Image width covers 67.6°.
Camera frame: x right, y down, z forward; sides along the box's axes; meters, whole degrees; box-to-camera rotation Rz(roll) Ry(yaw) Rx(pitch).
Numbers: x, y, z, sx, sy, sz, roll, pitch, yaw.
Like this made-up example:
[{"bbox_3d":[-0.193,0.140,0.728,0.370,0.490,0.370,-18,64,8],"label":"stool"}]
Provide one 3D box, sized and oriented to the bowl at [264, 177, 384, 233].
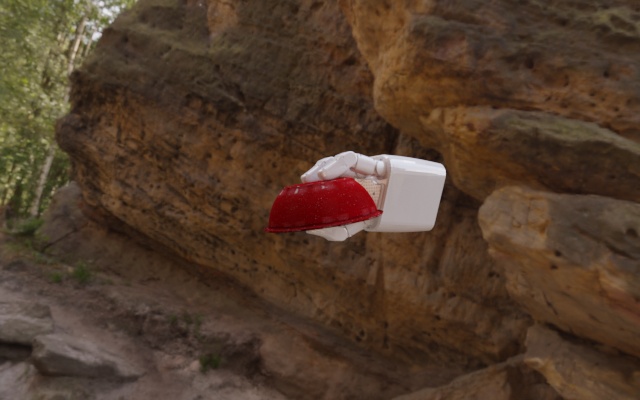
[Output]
[{"bbox_3d":[-0.001,0.002,0.639,0.162,0.055,0.162,-9,4,1],"label":"bowl"}]
